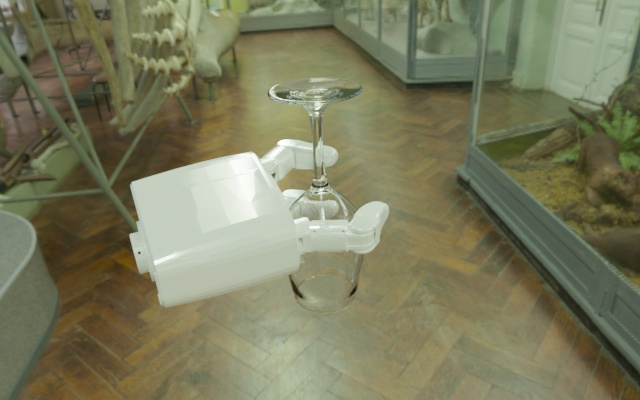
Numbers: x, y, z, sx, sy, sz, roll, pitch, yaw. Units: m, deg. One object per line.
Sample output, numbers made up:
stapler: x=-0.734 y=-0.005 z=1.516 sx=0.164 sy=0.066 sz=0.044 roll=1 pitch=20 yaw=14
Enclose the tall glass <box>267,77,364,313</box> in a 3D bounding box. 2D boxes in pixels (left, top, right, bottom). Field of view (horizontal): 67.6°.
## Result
tall glass: x=0.000 y=0.001 z=0.418 sx=0.079 sy=0.201 sz=0.079 roll=-3 pitch=28 yaw=1
